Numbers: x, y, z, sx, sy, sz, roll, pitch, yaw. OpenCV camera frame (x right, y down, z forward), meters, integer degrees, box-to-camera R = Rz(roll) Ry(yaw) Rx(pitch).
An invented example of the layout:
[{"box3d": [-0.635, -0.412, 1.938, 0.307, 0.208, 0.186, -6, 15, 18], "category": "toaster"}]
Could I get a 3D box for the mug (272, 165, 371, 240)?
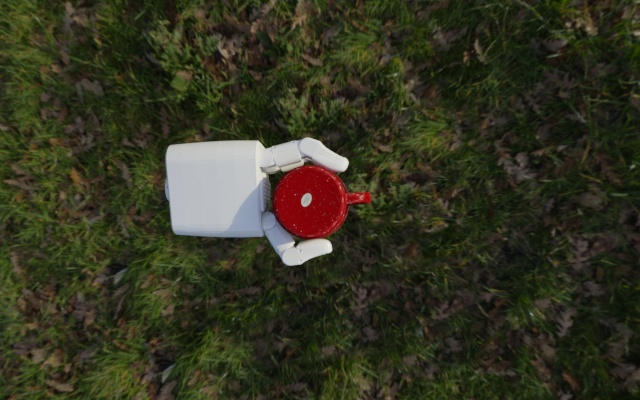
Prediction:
[{"box3d": [0.002, 0.002, 0.556, 0.117, 0.093, 0.081, -2, -1, 2], "category": "mug"}]
